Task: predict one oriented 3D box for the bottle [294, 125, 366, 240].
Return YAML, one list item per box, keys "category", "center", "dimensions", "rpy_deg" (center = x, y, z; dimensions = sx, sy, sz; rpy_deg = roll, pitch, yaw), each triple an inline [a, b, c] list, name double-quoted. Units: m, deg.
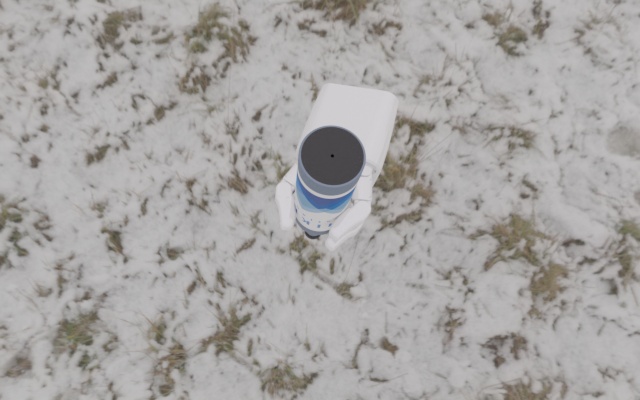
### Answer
- category: "bottle"
  center: [0.000, 0.002, 0.603]
  dimensions: [0.069, 0.069, 0.296]
  rpy_deg: [0, -18, -5]
